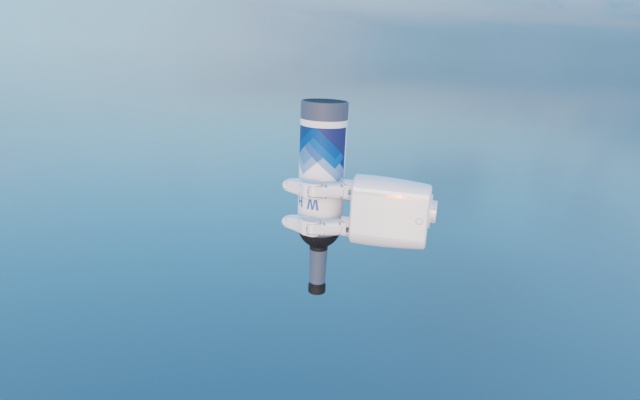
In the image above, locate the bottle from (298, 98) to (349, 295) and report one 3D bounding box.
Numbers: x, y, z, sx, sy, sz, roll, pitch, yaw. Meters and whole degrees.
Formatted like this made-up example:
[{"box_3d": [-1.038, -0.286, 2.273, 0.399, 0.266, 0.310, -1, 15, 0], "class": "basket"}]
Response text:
[{"box_3d": [0.000, 0.002, 0.705, 0.069, 0.296, 0.069, 2, 18, -1], "class": "bottle"}]
